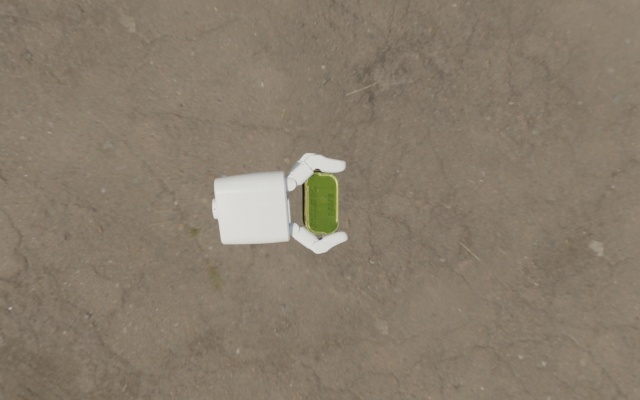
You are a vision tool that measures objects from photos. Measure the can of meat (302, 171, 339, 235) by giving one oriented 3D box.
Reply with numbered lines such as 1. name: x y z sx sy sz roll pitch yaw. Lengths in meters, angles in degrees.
1. can of meat: 0.000 0.003 0.770 0.057 0.102 0.084 -1 4 -4
